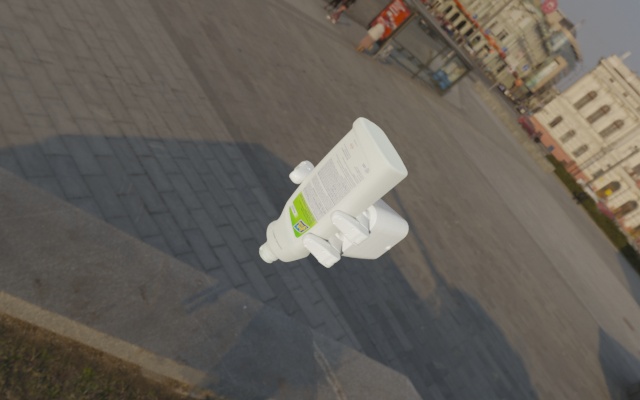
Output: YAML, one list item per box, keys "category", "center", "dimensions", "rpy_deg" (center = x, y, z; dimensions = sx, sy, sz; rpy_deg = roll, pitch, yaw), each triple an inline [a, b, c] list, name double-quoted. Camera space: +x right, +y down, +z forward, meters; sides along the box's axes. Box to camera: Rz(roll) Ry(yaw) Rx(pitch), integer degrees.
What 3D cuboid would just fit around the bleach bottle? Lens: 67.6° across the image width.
- category: "bleach bottle"
  center: [0.000, 0.002, 0.684]
  dimensions: [0.251, 0.102, 0.068]
  rpy_deg: [-41, -35, 24]
